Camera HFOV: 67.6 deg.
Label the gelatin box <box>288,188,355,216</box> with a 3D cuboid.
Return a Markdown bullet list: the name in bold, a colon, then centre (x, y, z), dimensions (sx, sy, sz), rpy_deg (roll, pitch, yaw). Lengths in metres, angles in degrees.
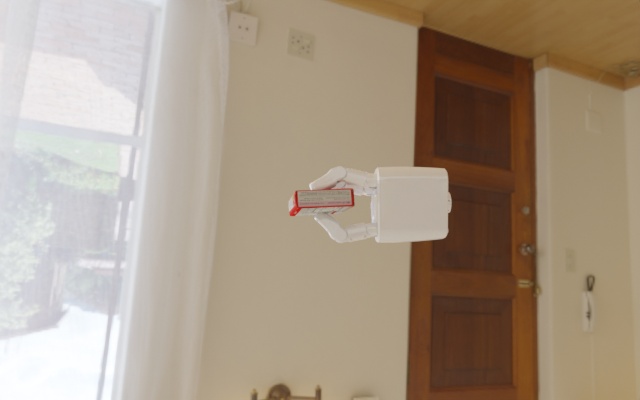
- **gelatin box**: centre (0.000, 0.003, 0.727), dimensions (0.089, 0.030, 0.073), rpy_deg (-3, -10, -12)
